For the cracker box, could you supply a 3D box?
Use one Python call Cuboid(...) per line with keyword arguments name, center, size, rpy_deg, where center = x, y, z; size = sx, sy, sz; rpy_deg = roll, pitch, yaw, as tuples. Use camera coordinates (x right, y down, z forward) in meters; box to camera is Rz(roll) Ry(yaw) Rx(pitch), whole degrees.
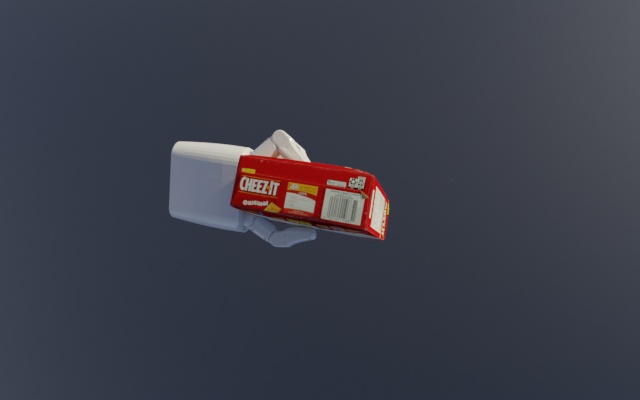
Cuboid(name="cracker box", center=(0.000, 0.002, 0.635), size=(0.164, 0.072, 0.214), rpy_deg=(9, -5, 14))
